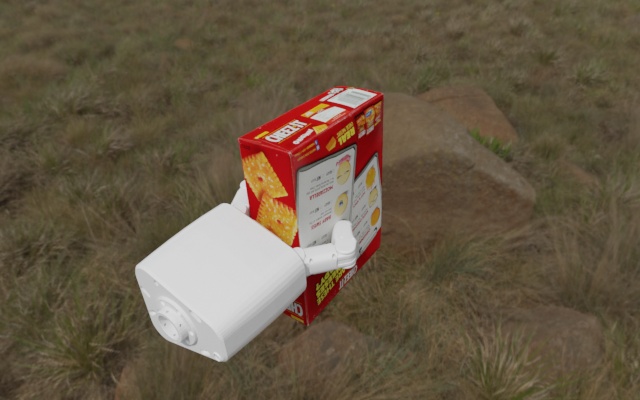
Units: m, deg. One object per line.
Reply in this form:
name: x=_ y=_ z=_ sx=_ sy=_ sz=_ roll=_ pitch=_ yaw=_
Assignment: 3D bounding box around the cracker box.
cracker box: x=0.000 y=0.002 z=0.528 sx=0.072 sy=0.214 sz=0.164 roll=20 pitch=40 yaw=30
